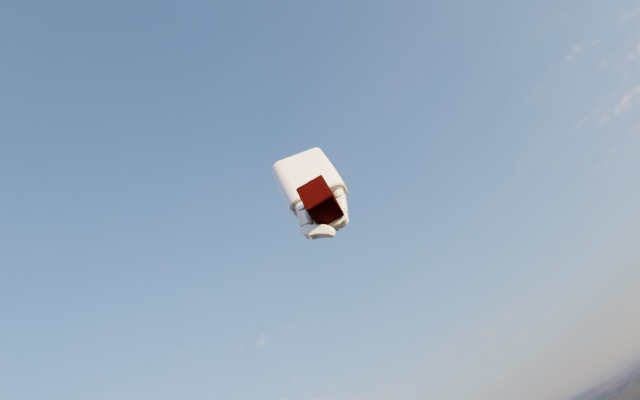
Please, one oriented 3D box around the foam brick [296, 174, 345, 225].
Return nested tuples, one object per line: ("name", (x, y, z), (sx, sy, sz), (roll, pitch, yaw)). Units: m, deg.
("foam brick", (0.000, 0.003, 0.829), (0.053, 0.051, 0.078), (-29, -33, 2))
